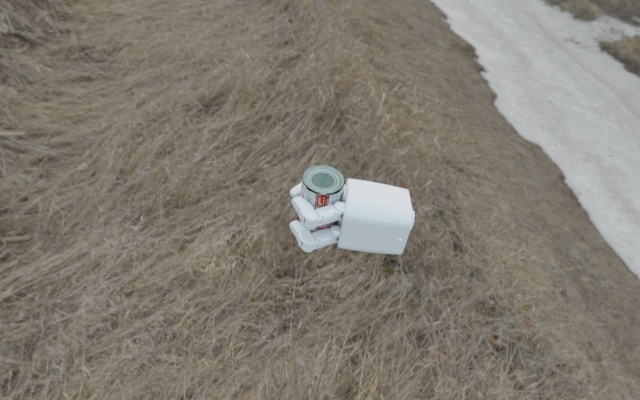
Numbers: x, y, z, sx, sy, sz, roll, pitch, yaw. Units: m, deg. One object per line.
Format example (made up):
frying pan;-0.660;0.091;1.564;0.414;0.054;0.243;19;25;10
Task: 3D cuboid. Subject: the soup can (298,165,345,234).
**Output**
soup can;0.000;0.002;0.771;0.068;0.068;0.102;4;-45;-4
